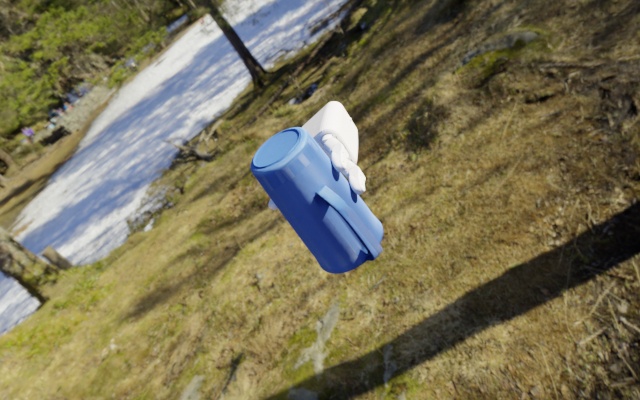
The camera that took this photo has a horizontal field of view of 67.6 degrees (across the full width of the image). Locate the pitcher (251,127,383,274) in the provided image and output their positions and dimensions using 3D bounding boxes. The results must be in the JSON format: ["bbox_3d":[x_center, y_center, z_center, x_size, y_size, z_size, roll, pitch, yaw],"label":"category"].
[{"bbox_3d":[0.000,0.002,0.789,0.149,0.243,0.145,-20,36,26],"label":"pitcher"}]
